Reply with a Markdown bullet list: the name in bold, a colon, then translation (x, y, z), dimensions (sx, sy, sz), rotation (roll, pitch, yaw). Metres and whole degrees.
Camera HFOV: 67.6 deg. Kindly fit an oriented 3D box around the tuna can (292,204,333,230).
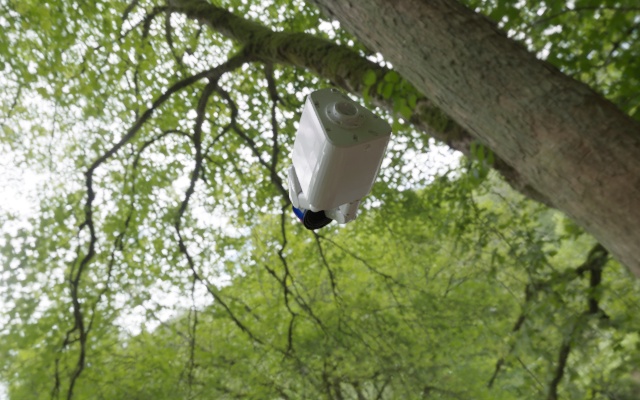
- **tuna can**: translation (0.000, 0.002, 0.721), dimensions (0.086, 0.086, 0.033), rotation (0, 40, -50)
